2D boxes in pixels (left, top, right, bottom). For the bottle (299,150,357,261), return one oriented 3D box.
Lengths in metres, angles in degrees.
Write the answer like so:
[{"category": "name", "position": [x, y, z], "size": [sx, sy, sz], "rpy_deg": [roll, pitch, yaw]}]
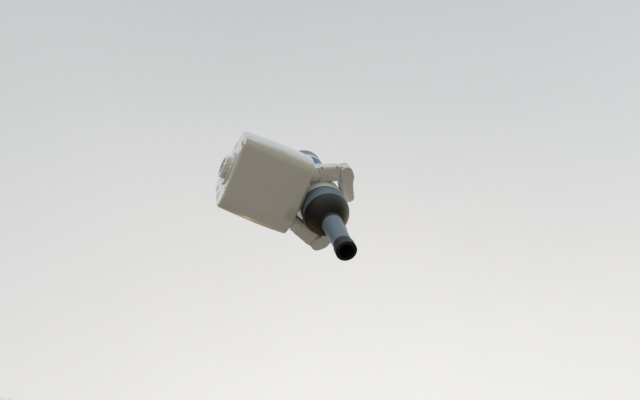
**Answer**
[{"category": "bottle", "position": [0.000, 0.002, 0.701], "size": [0.069, 0.069, 0.295], "rpy_deg": [0, 24, -13]}]
